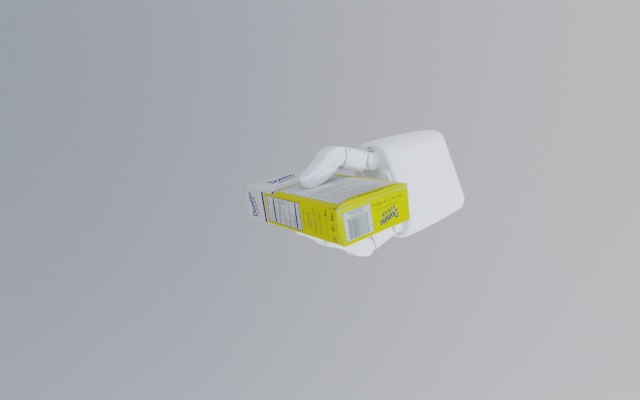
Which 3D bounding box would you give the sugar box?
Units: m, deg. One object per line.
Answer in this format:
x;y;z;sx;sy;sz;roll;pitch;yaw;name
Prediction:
0.000;0.002;0.522;0.093;0.048;0.176;-18;16;-34;sugar box
